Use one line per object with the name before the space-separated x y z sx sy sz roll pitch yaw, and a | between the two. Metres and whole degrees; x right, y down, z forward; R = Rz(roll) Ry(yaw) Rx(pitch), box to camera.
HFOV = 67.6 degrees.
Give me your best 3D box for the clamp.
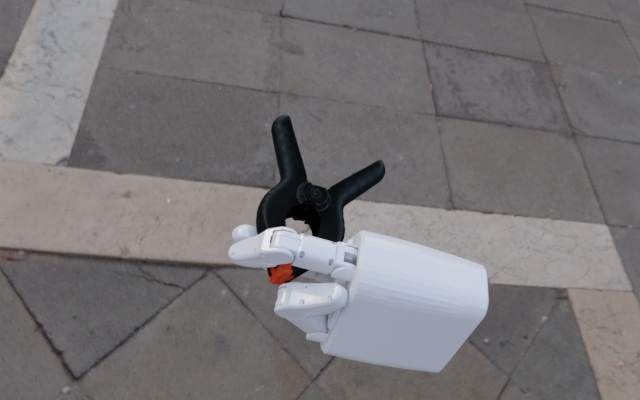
clamp | 0.000 0.001 0.433 0.120 0.171 0.039 14 -34 -7
